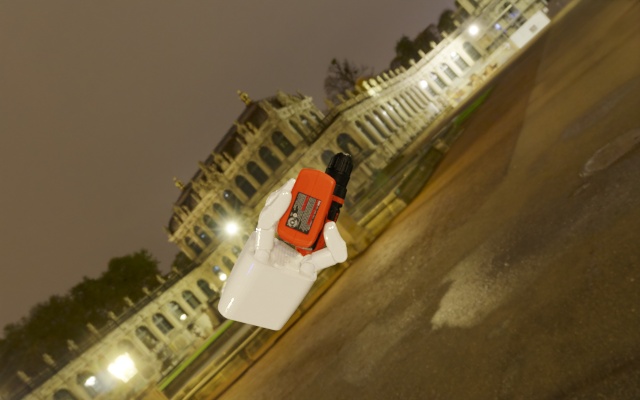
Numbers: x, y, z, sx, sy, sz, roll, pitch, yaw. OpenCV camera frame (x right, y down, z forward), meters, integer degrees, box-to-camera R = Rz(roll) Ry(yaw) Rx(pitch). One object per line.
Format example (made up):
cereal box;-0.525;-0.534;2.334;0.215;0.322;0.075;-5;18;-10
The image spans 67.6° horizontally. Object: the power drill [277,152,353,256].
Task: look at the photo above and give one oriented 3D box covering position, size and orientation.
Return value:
power drill;0.000;0.003;0.724;0.057;0.184;0.187;19;-1;11
